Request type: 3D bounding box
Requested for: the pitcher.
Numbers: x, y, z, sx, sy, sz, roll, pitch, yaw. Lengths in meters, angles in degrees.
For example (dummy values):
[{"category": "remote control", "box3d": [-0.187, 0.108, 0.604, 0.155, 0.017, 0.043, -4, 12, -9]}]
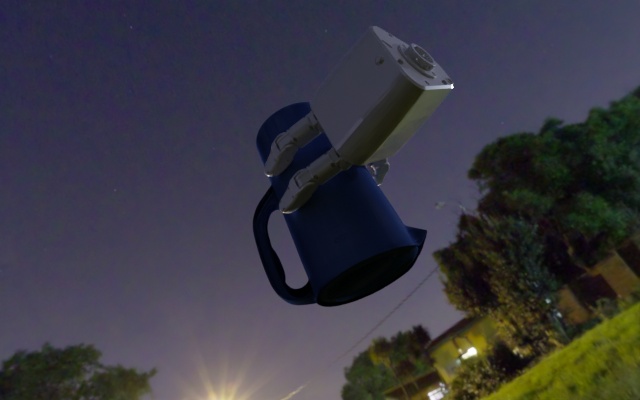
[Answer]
[{"category": "pitcher", "box3d": [0.000, 0.002, 0.589, 0.149, 0.242, 0.145, -1, -38, -41]}]
